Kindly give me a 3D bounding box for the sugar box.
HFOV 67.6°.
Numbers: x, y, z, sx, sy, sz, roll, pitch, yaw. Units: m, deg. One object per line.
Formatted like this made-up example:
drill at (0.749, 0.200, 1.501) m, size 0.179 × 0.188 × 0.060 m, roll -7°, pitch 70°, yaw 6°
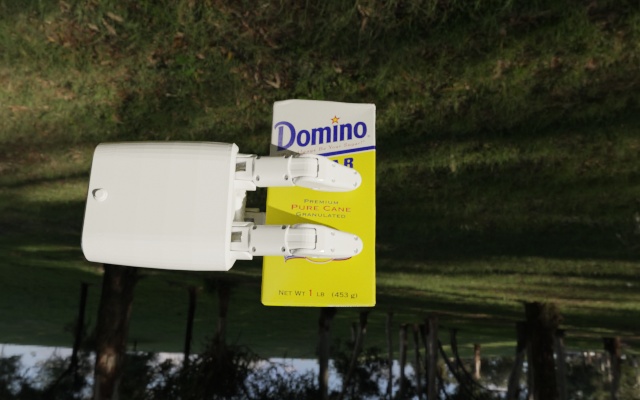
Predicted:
sugar box at (0.000, 0.001, 0.412) m, size 0.093 × 0.176 × 0.048 m, roll 2°, pitch -13°, yaw -3°
